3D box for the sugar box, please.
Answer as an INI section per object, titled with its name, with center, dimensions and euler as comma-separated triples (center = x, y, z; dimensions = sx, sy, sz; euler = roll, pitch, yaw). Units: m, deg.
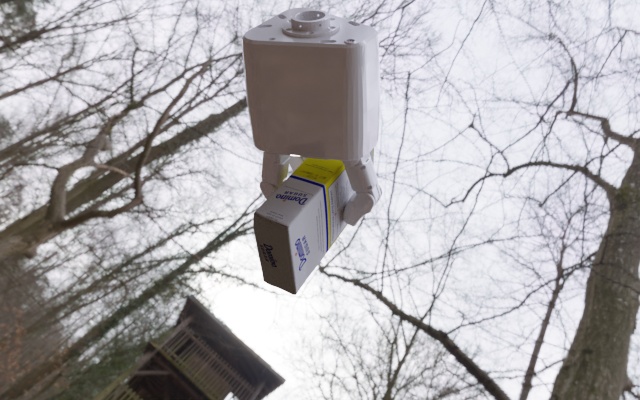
[sugar box]
center = 0.000, 0.001, 0.492
dimensions = 0.048, 0.093, 0.176
euler = 20, 44, 25
